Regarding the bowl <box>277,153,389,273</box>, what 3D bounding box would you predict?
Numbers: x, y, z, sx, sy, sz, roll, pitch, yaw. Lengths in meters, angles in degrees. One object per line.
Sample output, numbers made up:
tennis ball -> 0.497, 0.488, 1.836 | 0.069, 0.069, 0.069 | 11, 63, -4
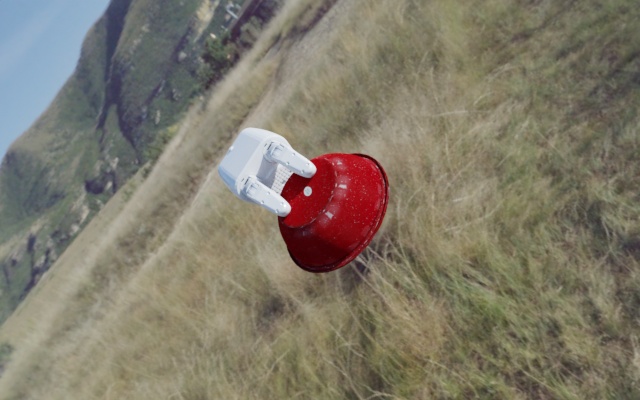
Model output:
bowl -> 0.001, 0.002, 0.568 | 0.162, 0.162, 0.055 | 0, -26, 45
